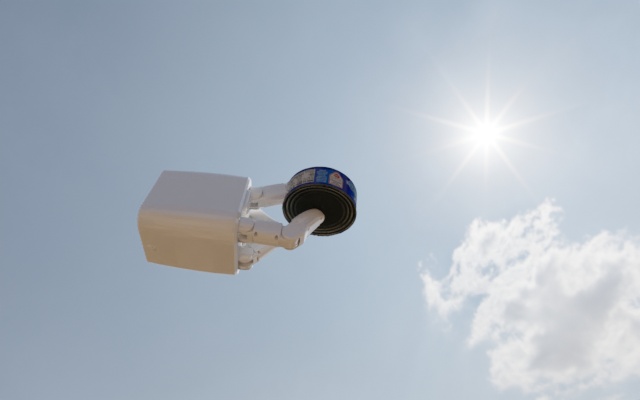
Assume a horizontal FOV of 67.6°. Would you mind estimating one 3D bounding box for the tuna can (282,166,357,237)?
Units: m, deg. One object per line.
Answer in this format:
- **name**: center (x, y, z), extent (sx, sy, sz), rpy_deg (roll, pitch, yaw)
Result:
- **tuna can**: center (0.000, 0.001, 0.556), extent (0.086, 0.033, 0.086), rpy_deg (4, -44, 4)
